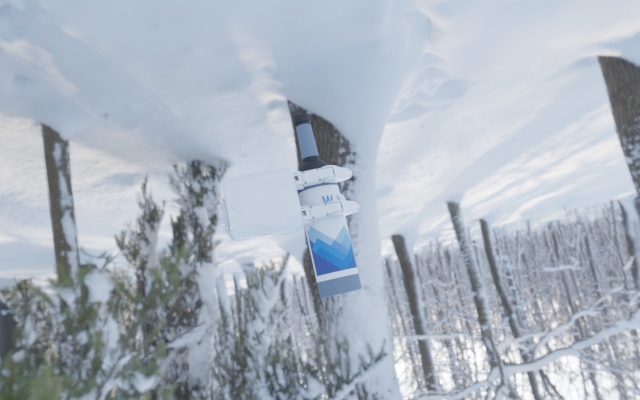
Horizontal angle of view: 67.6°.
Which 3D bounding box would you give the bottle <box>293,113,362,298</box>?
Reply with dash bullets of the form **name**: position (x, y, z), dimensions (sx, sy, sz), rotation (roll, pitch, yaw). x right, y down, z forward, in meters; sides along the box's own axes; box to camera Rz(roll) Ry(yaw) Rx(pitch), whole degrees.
- **bottle**: position (0.000, 0.003, 0.765), dimensions (0.069, 0.295, 0.069), rotation (-12, -10, -2)
